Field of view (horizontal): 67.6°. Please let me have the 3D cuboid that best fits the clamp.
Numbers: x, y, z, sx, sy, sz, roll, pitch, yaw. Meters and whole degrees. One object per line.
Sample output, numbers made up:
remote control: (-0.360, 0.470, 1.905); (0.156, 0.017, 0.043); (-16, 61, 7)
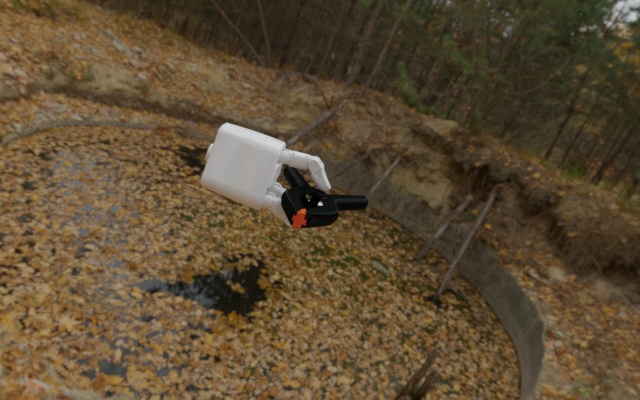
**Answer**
clamp: (0.000, 0.002, 0.784); (0.164, 0.036, 0.210); (20, 20, -1)
